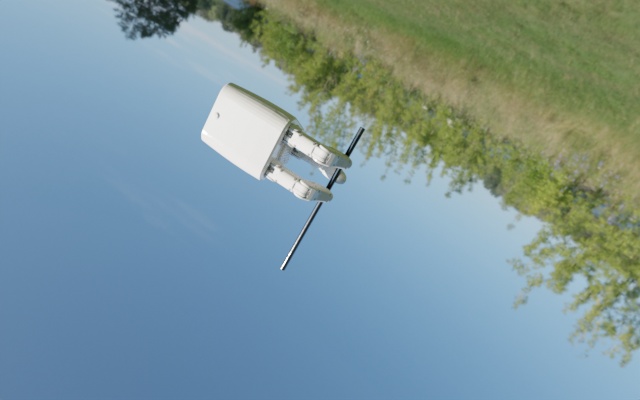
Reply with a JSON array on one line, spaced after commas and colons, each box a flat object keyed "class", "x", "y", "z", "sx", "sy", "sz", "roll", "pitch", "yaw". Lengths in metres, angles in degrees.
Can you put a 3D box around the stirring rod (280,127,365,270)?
[{"class": "stirring rod", "x": 0.000, "y": 0.002, "z": 0.679, "sx": 0.011, "sy": 0.239, "sz": 0.011, "roll": 27, "pitch": 17, "yaw": -9}]
